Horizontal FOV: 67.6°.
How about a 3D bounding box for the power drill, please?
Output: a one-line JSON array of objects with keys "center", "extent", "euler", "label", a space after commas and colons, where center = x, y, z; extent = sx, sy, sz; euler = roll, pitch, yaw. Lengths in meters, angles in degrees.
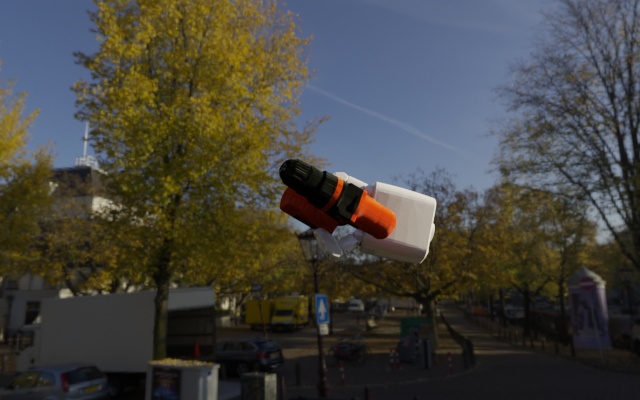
[{"center": [0.000, 0.002, 0.722], "extent": [0.184, 0.057, 0.187], "euler": [31, -12, -17], "label": "power drill"}]
